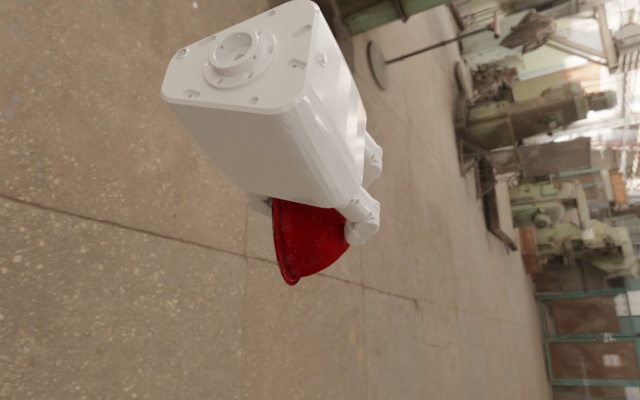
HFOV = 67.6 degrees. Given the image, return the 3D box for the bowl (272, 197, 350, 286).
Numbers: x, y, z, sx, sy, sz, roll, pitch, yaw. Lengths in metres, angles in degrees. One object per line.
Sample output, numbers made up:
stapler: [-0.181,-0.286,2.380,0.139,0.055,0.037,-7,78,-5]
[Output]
bowl: [0.001,0.002,0.461,0.055,0.162,0.162,1,0,9]
